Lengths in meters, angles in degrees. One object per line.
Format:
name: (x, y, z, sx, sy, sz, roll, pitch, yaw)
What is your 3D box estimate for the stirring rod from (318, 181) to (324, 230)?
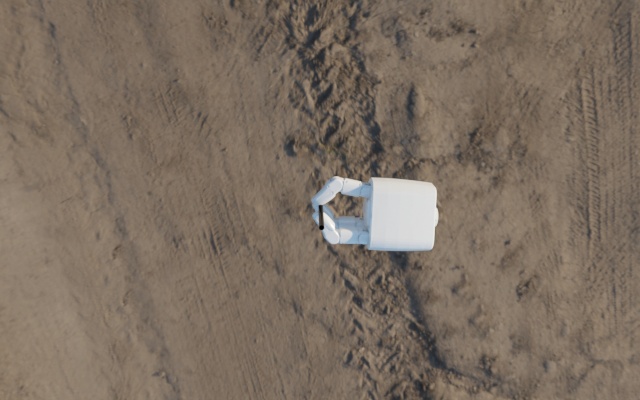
stirring rod: (0.000, 0.003, 0.802, 0.011, 0.011, 0.239, 0, 18, -1)
